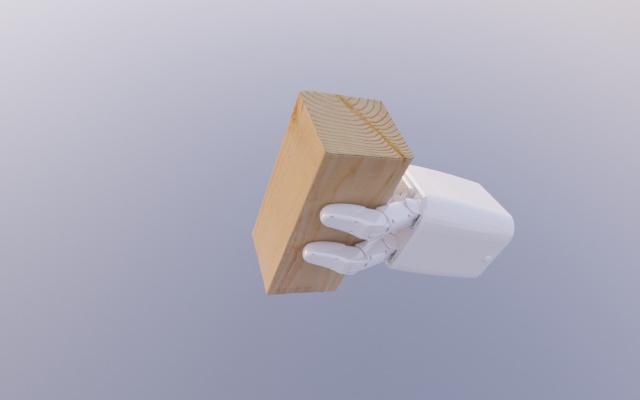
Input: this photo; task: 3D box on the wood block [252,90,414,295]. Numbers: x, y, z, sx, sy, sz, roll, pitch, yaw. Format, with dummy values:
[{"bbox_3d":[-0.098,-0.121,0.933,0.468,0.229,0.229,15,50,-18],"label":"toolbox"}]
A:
[{"bbox_3d":[0.000,0.001,0.496,0.090,0.090,0.206,1,-44,-24],"label":"wood block"}]
